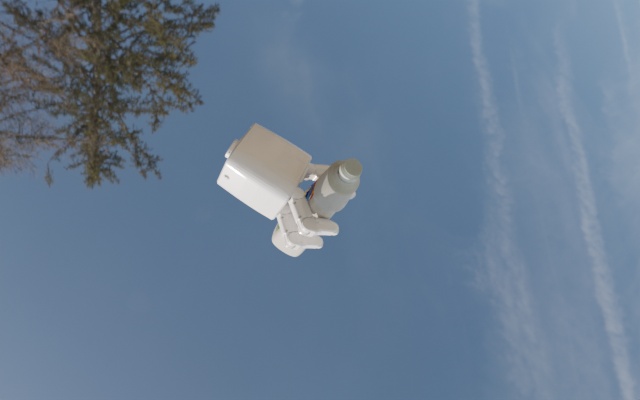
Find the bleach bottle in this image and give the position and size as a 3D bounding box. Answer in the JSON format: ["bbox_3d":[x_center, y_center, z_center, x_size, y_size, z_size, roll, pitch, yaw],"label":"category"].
[{"bbox_3d":[0.000,0.003,0.757,0.068,0.102,0.251,33,-35,-6],"label":"bleach bottle"}]
